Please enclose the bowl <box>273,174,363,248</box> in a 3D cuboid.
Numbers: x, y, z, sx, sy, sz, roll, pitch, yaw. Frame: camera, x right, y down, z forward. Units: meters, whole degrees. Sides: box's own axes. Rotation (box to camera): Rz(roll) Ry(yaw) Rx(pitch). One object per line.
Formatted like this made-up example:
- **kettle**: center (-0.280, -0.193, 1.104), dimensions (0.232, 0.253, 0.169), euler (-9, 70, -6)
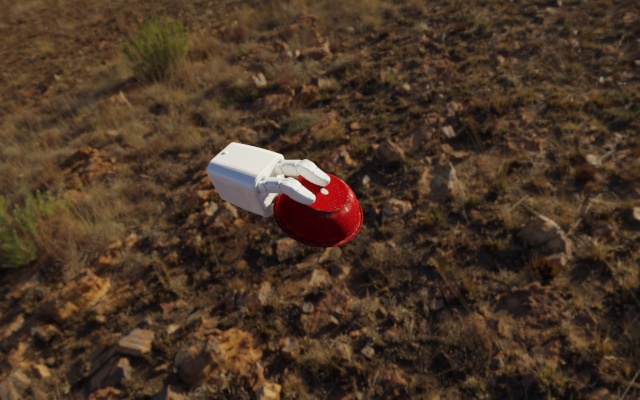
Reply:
- **bowl**: center (0.001, 0.003, 0.830), dimensions (0.162, 0.162, 0.055), euler (0, -43, -12)
